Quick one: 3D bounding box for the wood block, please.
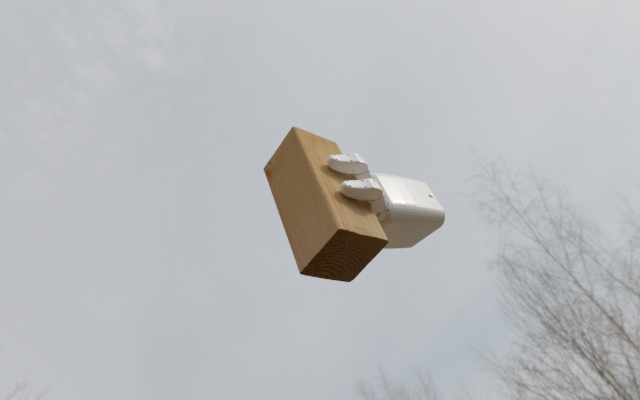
[{"bbox_3d":[0.000,0.002,0.673,0.090,0.091,0.206,16,35,-36],"label":"wood block"}]
